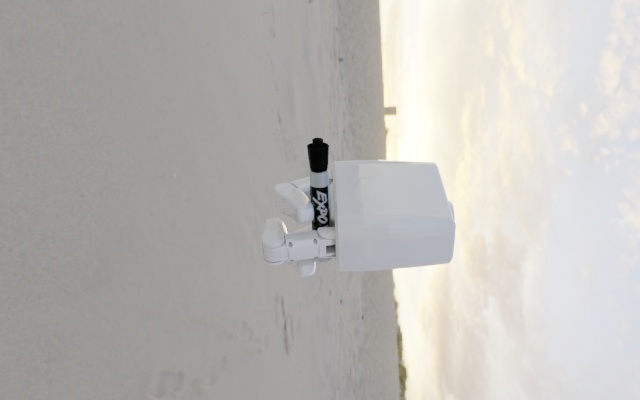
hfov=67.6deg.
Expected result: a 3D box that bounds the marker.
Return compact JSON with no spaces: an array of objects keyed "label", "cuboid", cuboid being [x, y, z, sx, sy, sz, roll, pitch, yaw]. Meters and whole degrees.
[{"label":"marker","cuboid":[0.000,0.001,0.434,0.020,0.121,0.020,-2,27,1]}]
